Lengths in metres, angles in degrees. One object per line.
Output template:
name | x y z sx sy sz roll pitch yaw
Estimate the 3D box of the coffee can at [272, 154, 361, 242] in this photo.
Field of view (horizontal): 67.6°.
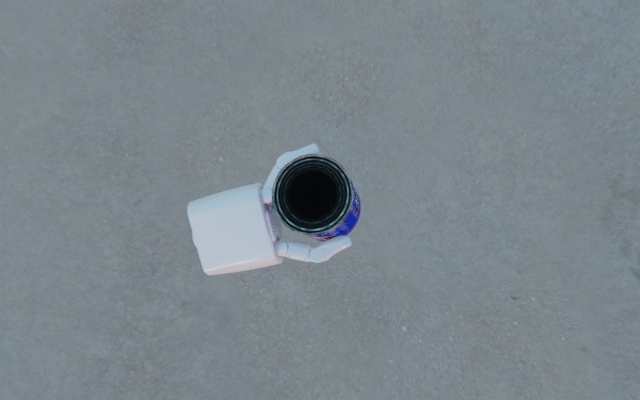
coffee can | 0.000 0.002 0.655 0.103 0.103 0.140 0 -8 9
